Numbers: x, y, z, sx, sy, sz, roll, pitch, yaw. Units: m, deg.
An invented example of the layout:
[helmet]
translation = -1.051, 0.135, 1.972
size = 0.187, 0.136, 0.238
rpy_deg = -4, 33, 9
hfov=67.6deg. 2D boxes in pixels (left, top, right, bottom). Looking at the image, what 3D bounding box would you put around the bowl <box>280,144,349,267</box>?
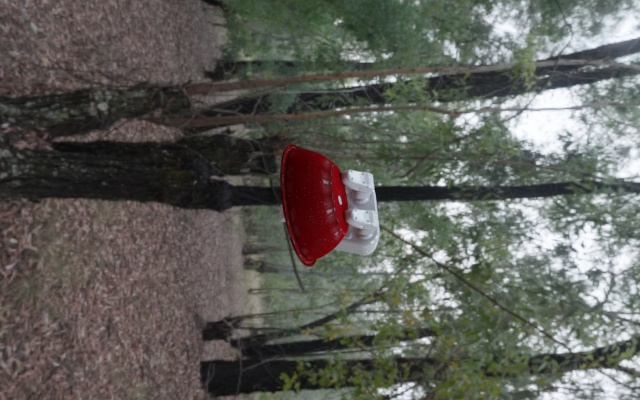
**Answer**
[bowl]
translation = 0.000, 0.002, 0.615
size = 0.055, 0.162, 0.162
rpy_deg = -9, -2, 14
